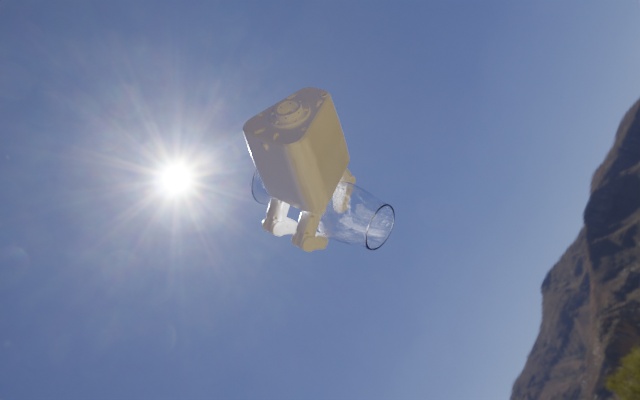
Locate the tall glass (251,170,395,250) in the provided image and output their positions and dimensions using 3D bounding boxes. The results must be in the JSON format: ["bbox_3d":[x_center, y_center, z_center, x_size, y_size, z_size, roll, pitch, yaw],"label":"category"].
[{"bbox_3d":[0.000,0.002,0.651,0.201,0.079,0.079,23,14,35],"label":"tall glass"}]
